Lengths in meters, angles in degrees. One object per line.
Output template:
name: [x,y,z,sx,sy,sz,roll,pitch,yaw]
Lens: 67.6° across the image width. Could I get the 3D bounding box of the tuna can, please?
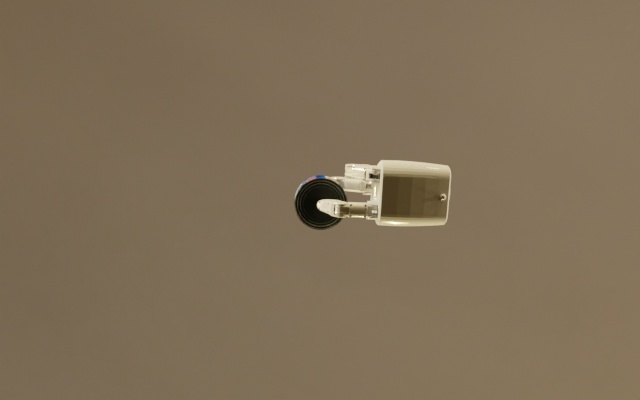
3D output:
tuna can: [0.000,0.002,0.778,0.086,0.086,0.033,0,13,-3]
